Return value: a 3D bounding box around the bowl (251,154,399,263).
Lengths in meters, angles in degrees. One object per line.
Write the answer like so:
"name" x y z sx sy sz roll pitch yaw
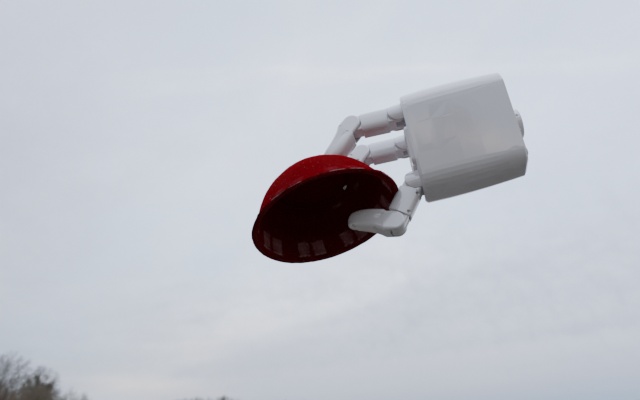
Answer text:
"bowl" -0.001 0.002 0.513 0.162 0.055 0.162 -14 -35 -10
